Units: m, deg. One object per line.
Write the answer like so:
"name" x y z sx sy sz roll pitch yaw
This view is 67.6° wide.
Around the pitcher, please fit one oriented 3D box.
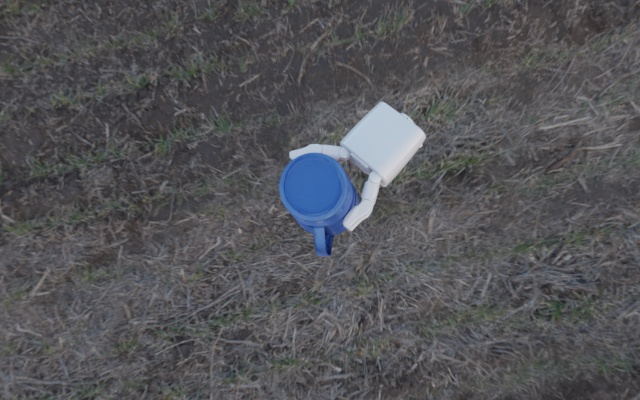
"pitcher" 0.000 0.003 0.841 0.149 0.145 0.243 45 -1 8
